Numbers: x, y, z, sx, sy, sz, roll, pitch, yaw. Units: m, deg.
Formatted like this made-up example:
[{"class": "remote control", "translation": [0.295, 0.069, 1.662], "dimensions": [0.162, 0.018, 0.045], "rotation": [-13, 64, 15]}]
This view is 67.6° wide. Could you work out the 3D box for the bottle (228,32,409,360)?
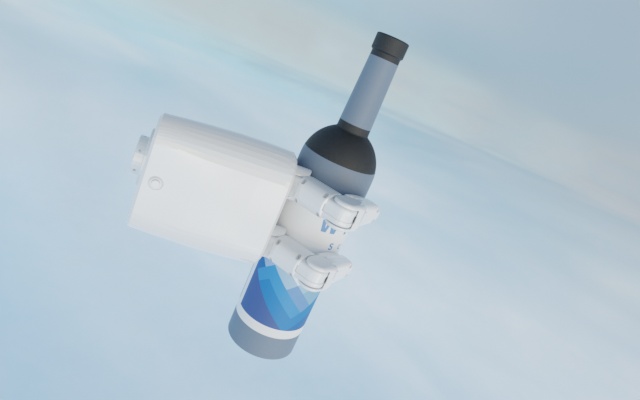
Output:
[{"class": "bottle", "translation": [0.000, 0.002, 0.417], "dimensions": [0.069, 0.296, 0.069], "rotation": [22, 17, -7]}]
